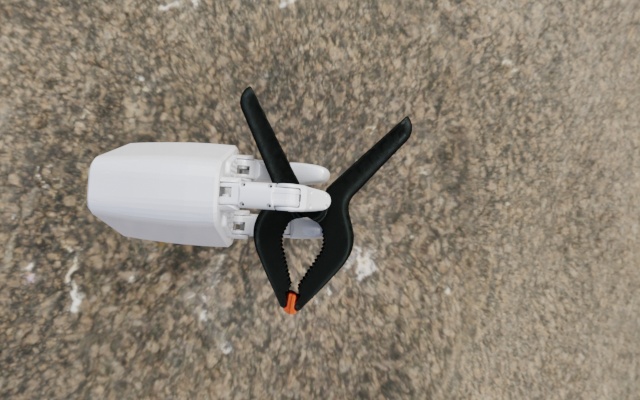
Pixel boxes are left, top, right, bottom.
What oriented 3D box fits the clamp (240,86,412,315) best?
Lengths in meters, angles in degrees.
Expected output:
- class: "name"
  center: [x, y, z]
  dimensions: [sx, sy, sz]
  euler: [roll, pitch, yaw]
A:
- class: "clamp"
  center: [0.000, 0.002, 0.451]
  dimensions: [0.164, 0.210, 0.036]
  euler: [4, -2, 0]
